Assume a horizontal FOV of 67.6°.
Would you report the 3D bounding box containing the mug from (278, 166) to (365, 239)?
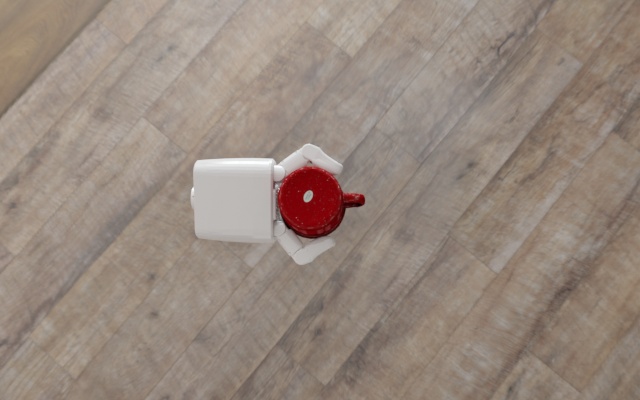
[{"bbox_3d":[0.002,0.002,0.625,0.117,0.093,0.081,0,-7,2],"label":"mug"}]
